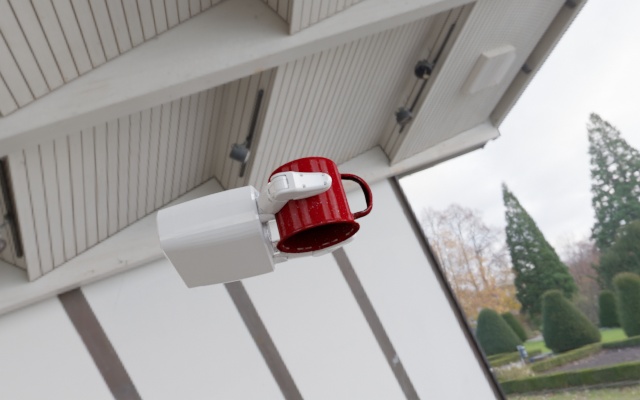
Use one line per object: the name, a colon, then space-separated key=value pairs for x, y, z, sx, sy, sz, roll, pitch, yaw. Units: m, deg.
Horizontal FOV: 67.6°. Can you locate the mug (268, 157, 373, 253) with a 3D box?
mug: x=0.001 y=0.001 z=0.530 sx=0.117 sy=0.081 sz=0.093 roll=-13 pitch=-21 yaw=-5
